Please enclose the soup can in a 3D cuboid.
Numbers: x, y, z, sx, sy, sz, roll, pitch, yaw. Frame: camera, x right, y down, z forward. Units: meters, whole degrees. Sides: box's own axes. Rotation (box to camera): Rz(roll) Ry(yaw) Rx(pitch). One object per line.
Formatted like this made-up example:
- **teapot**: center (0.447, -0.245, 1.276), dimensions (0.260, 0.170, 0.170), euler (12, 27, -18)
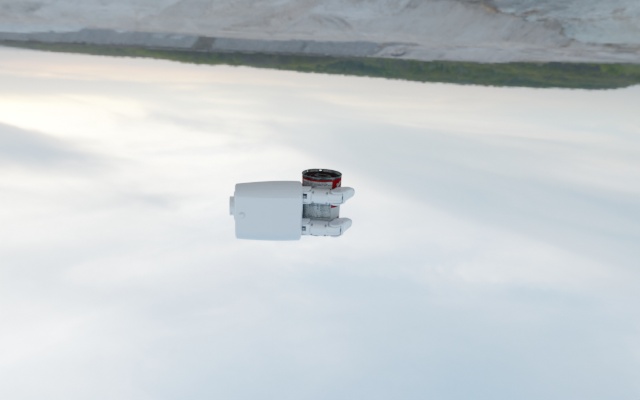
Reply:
- **soup can**: center (0.001, 0.003, 0.808), dimensions (0.068, 0.102, 0.068), euler (2, 17, -1)
